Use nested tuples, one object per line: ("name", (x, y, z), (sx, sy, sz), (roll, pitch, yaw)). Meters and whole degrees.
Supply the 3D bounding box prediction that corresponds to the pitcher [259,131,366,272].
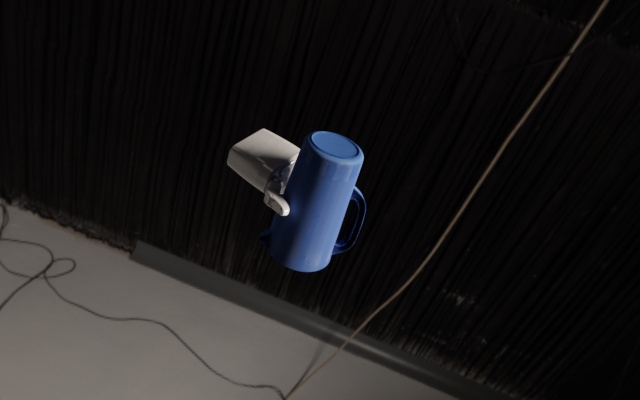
("pitcher", (0.000, 0.003, 0.877), (0.145, 0.243, 0.149), (34, 34, 20))
